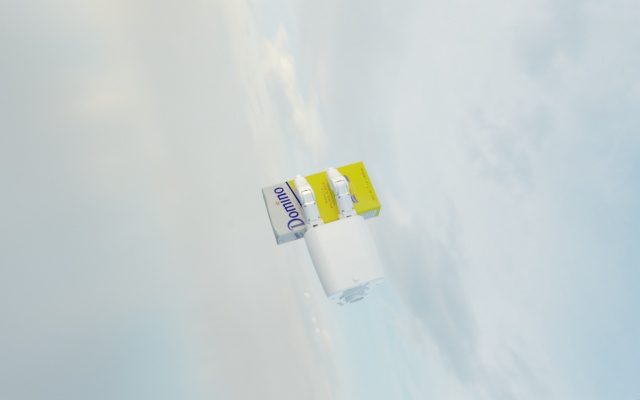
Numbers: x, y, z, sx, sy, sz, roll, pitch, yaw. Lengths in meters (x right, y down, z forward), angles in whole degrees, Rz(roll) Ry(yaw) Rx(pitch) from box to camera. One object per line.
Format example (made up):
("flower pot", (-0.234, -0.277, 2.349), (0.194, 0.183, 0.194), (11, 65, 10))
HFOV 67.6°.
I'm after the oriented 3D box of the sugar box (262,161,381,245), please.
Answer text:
("sugar box", (0.000, 0.002, 0.785), (0.176, 0.093, 0.048), (-15, -25, -11))
